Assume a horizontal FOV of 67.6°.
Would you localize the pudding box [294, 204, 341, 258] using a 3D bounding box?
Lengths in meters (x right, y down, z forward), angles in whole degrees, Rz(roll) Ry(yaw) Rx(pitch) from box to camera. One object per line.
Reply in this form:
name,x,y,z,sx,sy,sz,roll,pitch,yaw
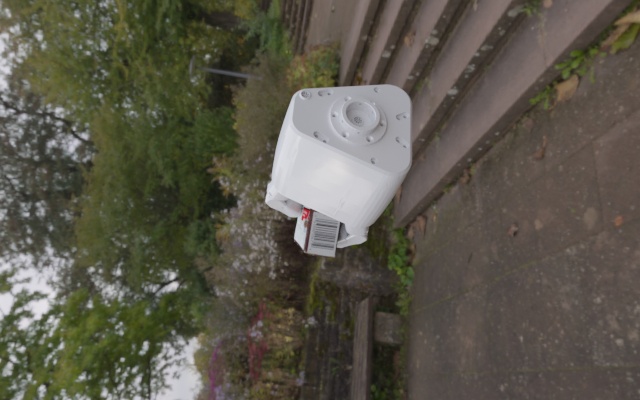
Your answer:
pudding box,0.000,0.002,0.549,0.039,0.113,0.090,10,2,-10
